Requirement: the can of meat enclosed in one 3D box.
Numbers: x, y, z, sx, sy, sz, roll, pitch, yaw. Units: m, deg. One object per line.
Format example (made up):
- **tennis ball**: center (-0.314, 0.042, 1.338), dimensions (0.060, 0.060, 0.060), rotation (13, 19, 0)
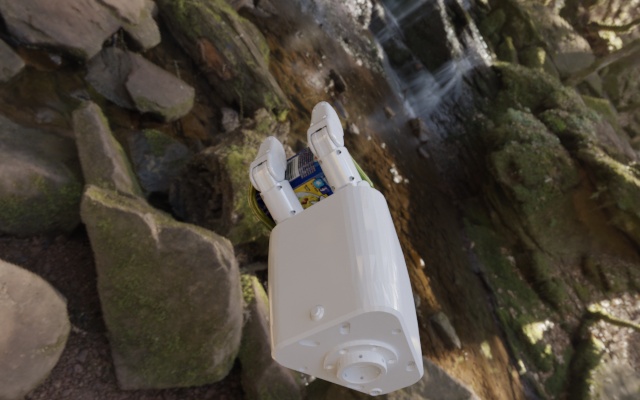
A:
- **can of meat**: center (0.000, 0.001, 0.429), dimensions (0.084, 0.057, 0.102), rotation (-29, -55, 22)
